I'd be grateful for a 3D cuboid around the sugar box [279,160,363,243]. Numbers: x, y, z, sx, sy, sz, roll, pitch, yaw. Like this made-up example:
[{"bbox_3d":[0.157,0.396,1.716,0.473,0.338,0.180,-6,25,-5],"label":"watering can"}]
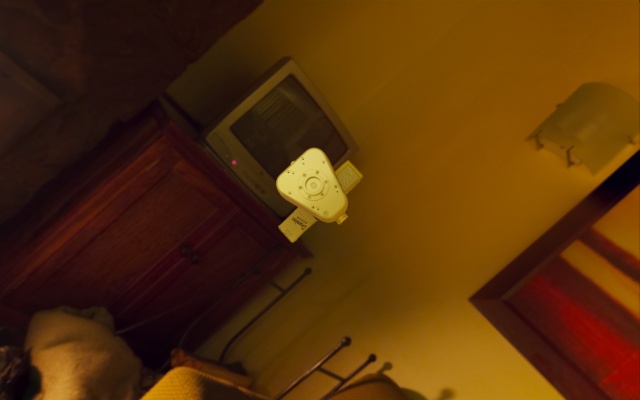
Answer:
[{"bbox_3d":[0.000,0.002,0.892,0.176,0.048,0.093,-41,-2,-1],"label":"sugar box"}]
